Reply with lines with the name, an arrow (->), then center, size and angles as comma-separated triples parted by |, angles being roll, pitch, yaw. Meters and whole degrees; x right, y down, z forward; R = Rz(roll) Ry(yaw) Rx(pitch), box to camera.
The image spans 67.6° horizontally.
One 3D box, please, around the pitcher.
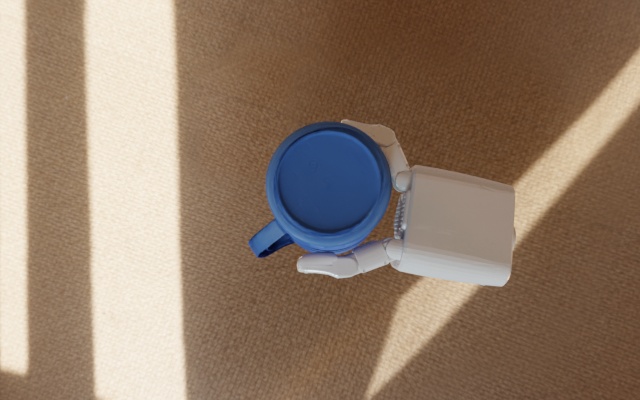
pitcher -> 0.000, 0.002, 0.514 | 0.145, 0.149, 0.243 | 11, -5, 2
